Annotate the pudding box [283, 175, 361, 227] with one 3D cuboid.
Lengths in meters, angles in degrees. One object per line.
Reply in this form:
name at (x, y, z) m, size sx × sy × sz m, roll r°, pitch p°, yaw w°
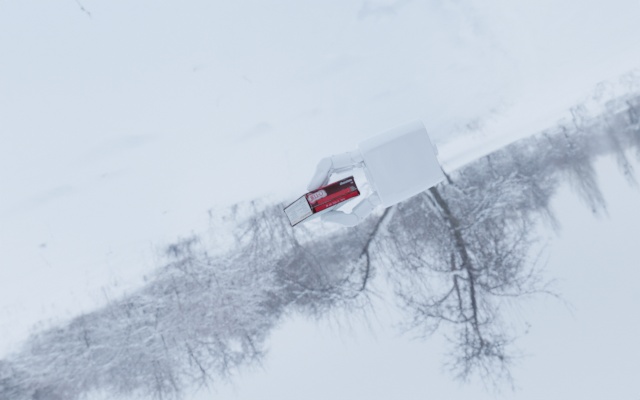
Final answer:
pudding box at (0.000, 0.003, 0.767) m, size 0.090 × 0.039 × 0.113 m, roll -21°, pitch -7°, yaw -25°
